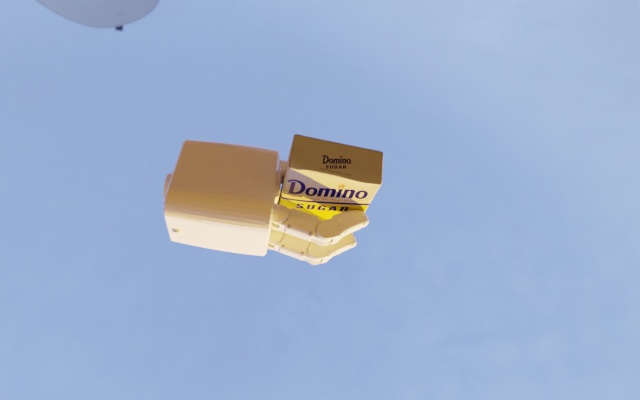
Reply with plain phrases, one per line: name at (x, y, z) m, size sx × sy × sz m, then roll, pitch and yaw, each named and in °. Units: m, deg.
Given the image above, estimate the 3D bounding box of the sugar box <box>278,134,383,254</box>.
sugar box at (0.000, 0.002, 0.530) m, size 0.093 × 0.048 × 0.176 m, roll 10°, pitch -28°, yaw -6°
